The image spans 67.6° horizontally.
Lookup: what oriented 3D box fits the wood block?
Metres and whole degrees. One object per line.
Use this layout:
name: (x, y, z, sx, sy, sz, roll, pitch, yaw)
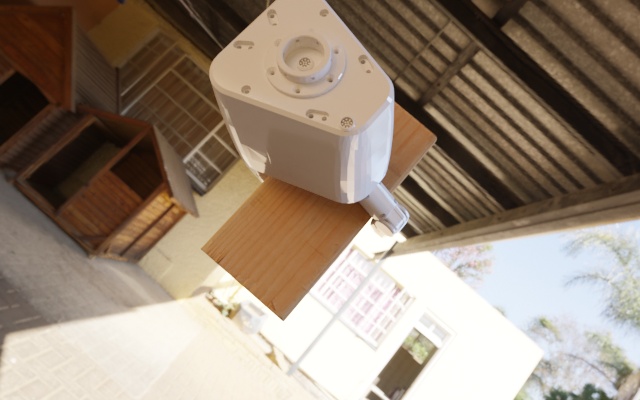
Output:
wood block: (0.000, 0.001, 0.439, 0.091, 0.206, 0.090, 41, -13, 5)
